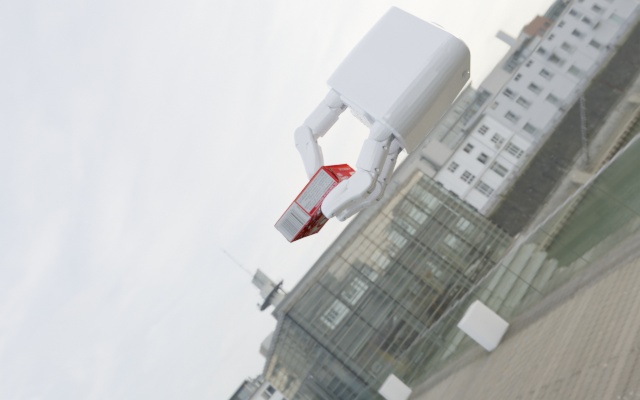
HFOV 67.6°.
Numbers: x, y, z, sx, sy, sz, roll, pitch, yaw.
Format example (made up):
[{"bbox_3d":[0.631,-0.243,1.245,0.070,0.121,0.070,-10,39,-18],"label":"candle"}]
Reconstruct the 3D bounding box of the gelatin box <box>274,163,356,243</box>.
[{"bbox_3d":[0.000,0.002,0.516,0.030,0.089,0.073,44,19,13],"label":"gelatin box"}]
